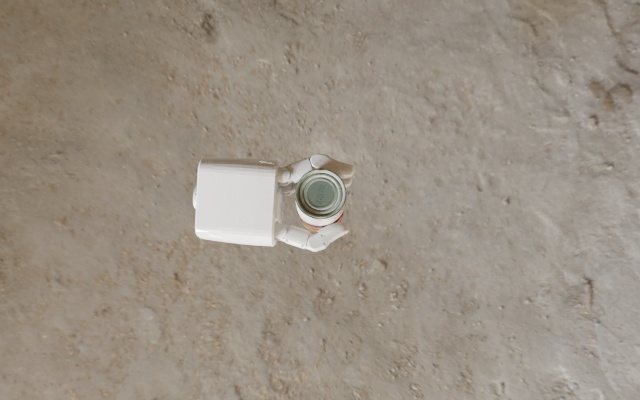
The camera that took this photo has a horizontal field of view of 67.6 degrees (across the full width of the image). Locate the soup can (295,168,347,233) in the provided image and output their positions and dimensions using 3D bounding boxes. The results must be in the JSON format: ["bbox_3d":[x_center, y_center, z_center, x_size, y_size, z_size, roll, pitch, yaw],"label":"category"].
[{"bbox_3d":[0.001,0.002,0.650,0.068,0.068,0.102,0,-13,0],"label":"soup can"}]
